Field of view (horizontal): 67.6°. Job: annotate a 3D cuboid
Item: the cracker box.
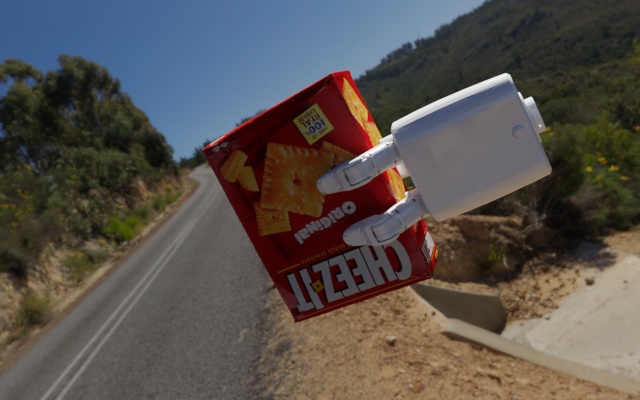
[{"bbox_3d":[0.000,0.001,0.491,0.164,0.214,0.072,-24,7,24],"label":"cracker box"}]
